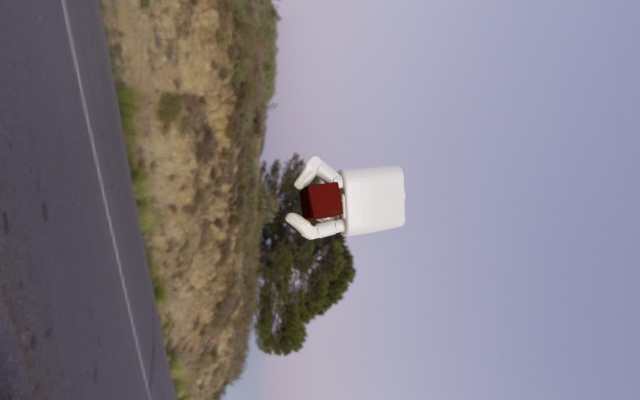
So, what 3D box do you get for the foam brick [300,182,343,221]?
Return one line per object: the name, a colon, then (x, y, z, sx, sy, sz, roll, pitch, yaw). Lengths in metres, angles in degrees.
foam brick: (0.000, 0.003, 0.775, 0.051, 0.053, 0.078, -7, -4, -13)
